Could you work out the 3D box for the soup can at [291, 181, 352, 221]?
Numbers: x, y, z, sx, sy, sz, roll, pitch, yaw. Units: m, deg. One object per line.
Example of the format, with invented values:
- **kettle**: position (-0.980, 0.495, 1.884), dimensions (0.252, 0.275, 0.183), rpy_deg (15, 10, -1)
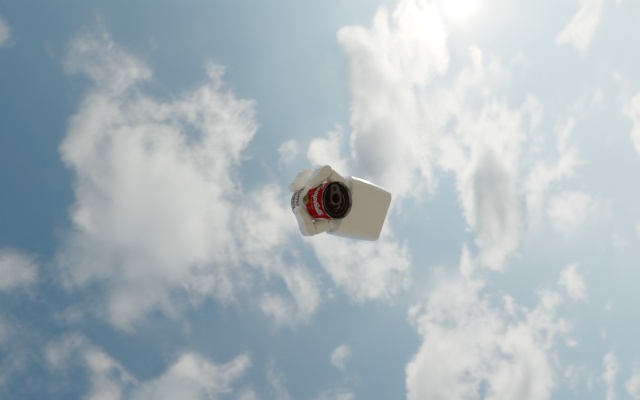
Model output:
- **soup can**: position (0.000, 0.003, 0.875), dimensions (0.068, 0.068, 0.102), rpy_deg (0, -4, -36)
